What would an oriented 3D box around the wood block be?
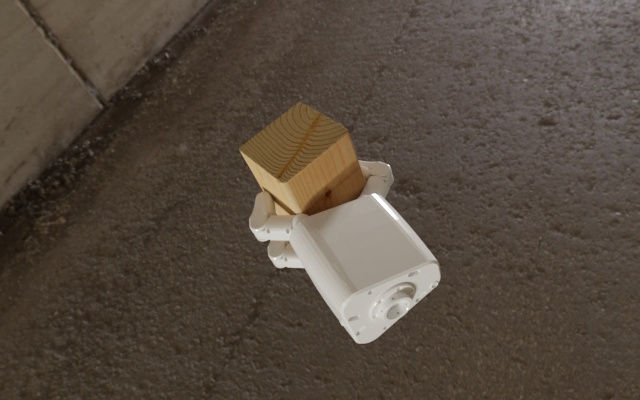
[{"bbox_3d":[0.001,0.002,0.567,0.091,0.206,0.090,-40,48,-15],"label":"wood block"}]
